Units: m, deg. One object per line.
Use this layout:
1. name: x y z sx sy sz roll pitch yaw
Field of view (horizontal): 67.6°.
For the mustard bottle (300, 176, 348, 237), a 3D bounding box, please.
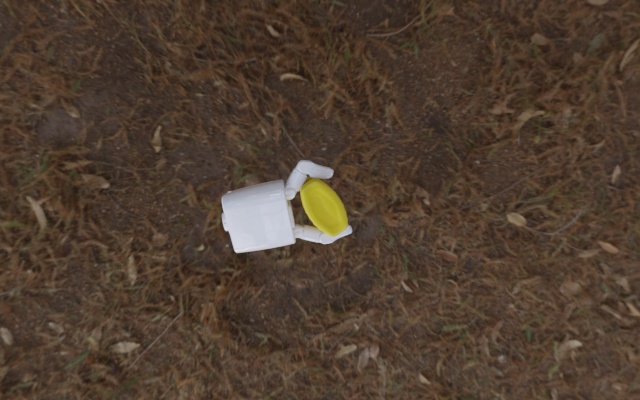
1. mustard bottle: 0.000 0.003 0.840 0.058 0.096 0.191 -36 8 0
